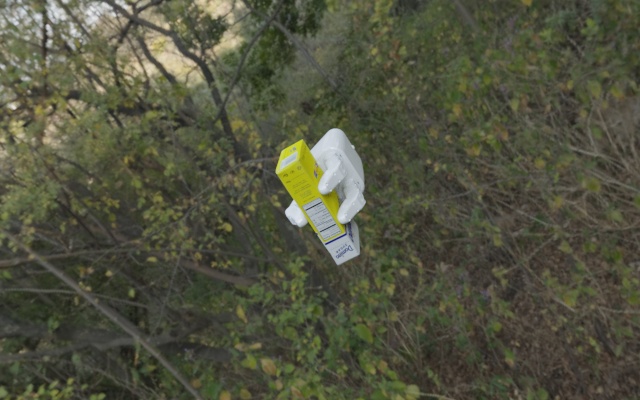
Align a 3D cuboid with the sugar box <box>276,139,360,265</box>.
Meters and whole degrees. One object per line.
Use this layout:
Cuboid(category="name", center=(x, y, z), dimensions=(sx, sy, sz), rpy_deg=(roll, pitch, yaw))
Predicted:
Cuboid(category="sugar box", center=(0.001, 0.002, 0.723), dimensions=(0.048, 0.176, 0.093), rpy_deg=(-30, 21, 15))
